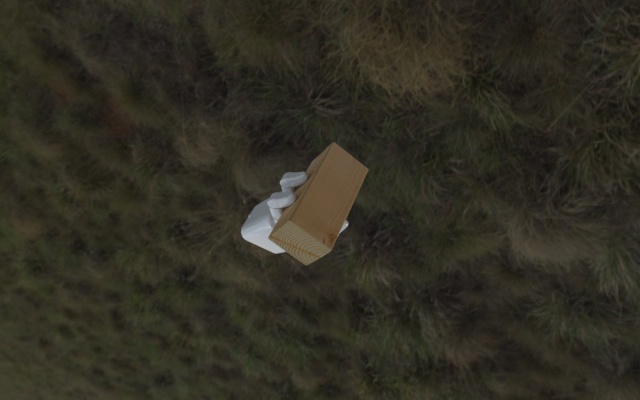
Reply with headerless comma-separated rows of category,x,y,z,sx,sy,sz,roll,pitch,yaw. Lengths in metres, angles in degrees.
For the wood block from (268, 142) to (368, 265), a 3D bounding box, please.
wood block,0.000,0.003,0.880,0.091,0.206,0.090,37,-39,-12
